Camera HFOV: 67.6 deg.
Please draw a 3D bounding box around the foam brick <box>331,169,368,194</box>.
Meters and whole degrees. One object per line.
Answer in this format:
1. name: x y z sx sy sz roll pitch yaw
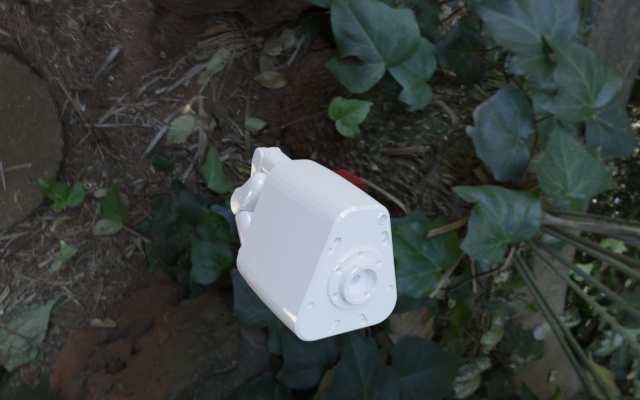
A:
1. foam brick: 0.000 0.001 0.472 0.078 0.053 0.051 -5 22 -31
